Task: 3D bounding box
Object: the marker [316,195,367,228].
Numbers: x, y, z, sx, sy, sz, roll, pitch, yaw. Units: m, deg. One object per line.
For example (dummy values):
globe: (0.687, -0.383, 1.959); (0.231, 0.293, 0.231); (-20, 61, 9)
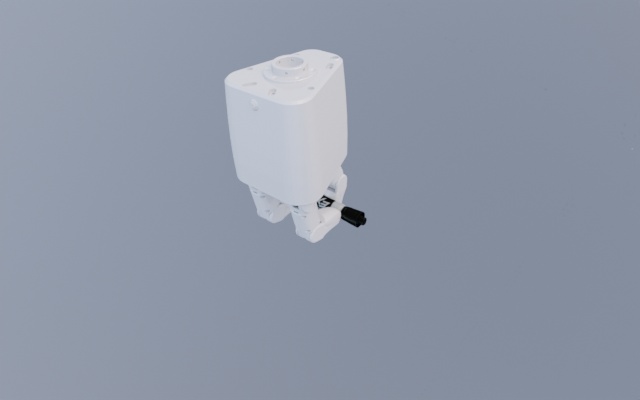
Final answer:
marker: (0.000, 0.002, 0.551); (0.121, 0.020, 0.020); (24, 12, 29)
